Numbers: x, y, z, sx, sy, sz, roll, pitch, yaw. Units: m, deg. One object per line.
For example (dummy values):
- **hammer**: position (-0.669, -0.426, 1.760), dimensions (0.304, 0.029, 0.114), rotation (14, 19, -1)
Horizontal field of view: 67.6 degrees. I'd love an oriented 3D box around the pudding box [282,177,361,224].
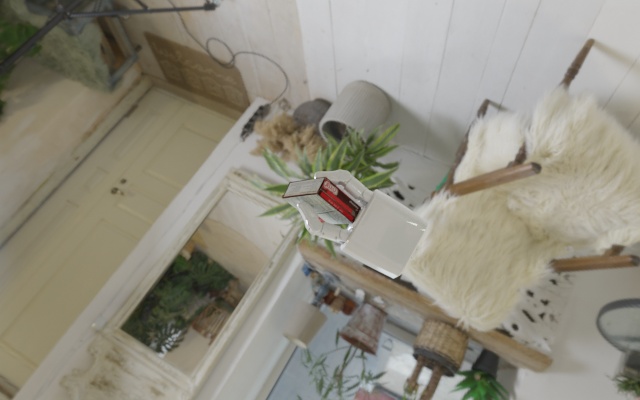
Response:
- **pudding box**: position (0.000, 0.003, 0.816), dimensions (0.090, 0.039, 0.113), rotation (41, -27, -27)
